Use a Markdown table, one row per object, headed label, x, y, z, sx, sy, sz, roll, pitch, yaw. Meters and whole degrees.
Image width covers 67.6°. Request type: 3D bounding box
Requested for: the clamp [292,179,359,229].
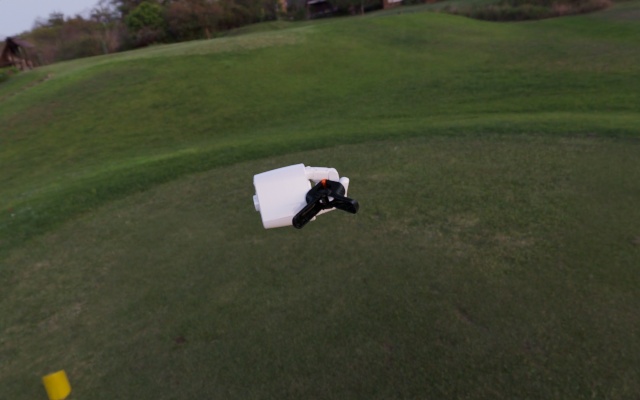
| label | x | y | z | sx | sy | sz | roll | pitch | yaw |
| --- | --- | --- | --- | --- | --- | --- | --- | --- | --- |
| clamp | 0.000 | 0.002 | 0.894 | 0.120 | 0.039 | 0.171 | -13 | 18 | -3 |
